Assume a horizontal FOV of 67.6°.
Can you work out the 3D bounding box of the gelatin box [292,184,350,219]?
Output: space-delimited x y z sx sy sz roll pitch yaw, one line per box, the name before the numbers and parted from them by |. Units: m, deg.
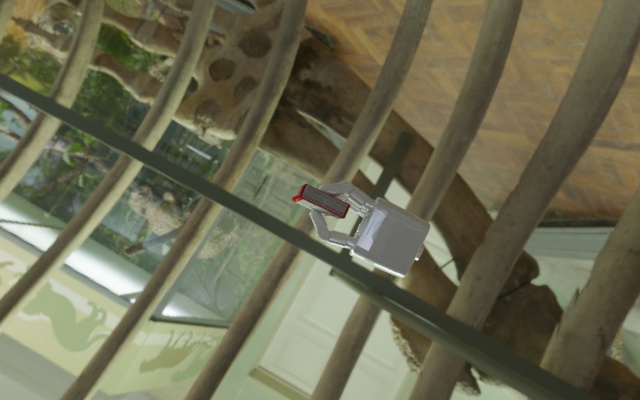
gelatin box | 0.000 0.003 0.842 0.089 0.030 0.073 25 -9 -11
